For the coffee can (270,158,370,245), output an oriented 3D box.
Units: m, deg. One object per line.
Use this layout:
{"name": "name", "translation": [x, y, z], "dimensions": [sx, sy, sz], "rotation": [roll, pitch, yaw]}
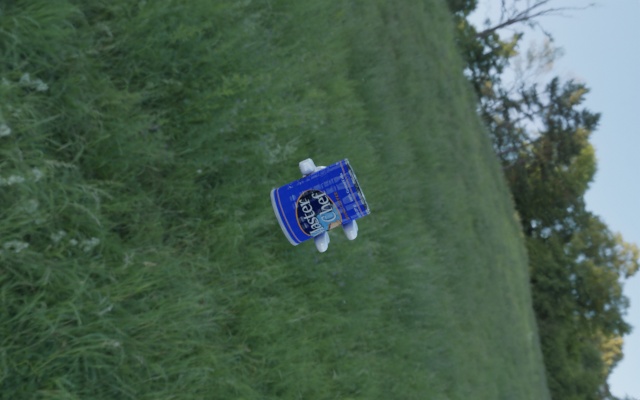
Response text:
{"name": "coffee can", "translation": [0.000, 0.003, 0.808], "dimensions": [0.140, 0.103, 0.103], "rotation": [-23, -3, 8]}
